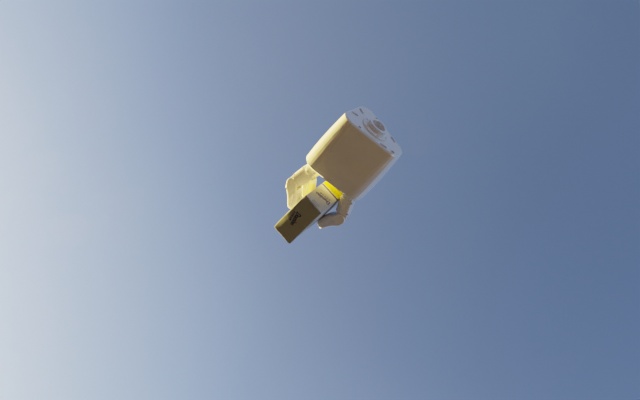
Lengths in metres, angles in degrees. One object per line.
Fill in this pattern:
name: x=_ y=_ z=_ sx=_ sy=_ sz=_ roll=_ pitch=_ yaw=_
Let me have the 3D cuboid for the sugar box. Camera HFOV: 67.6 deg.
sugar box: x=0.000 y=0.002 z=0.840 sx=0.093 sy=0.048 sz=0.176 roll=-45 pitch=-7 yaw=33
